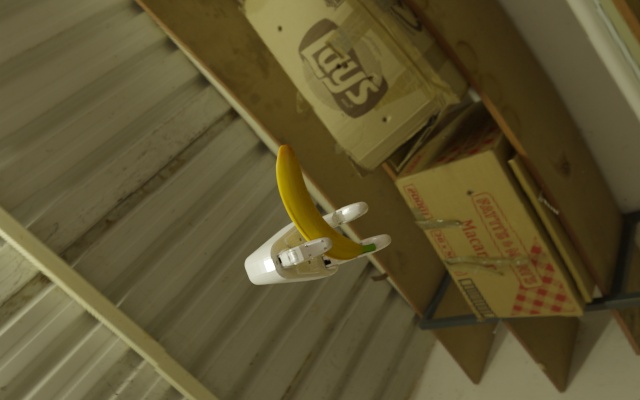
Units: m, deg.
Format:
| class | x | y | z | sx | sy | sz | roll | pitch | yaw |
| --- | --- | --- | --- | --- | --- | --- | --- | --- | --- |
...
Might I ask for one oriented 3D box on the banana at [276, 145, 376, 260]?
| class | x | y | z | sx | sy | sz | roll | pitch | yaw |
| --- | --- | --- | --- | --- | --- | --- | --- | --- | --- |
| banana | -0.009 | 0.016 | 0.660 | 0.069 | 0.198 | 0.037 | -44 | 9 | -31 |
